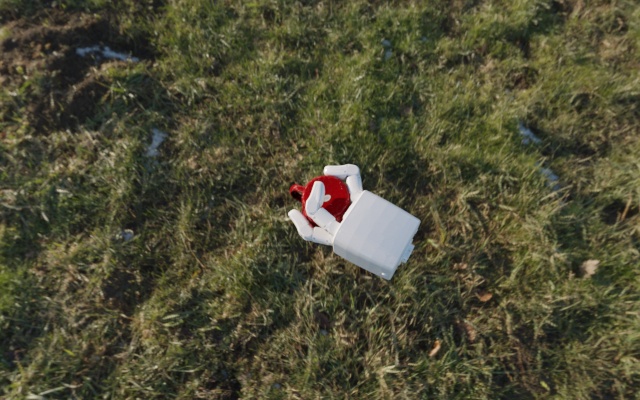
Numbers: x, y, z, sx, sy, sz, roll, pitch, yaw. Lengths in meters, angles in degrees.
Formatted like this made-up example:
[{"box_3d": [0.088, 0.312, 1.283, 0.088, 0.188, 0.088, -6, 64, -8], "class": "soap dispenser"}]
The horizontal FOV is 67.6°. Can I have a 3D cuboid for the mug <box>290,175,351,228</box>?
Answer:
[{"box_3d": [-0.001, 0.002, 0.831, 0.117, 0.093, 0.081, 26, -18, 12], "class": "mug"}]
